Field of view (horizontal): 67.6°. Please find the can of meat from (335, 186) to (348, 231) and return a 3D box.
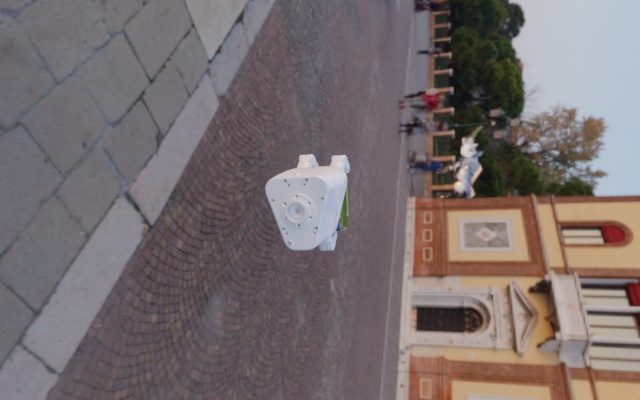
[{"bbox_3d":[0.000,0.003,0.801,0.084,0.102,0.057,-1,6,15],"label":"can of meat"}]
